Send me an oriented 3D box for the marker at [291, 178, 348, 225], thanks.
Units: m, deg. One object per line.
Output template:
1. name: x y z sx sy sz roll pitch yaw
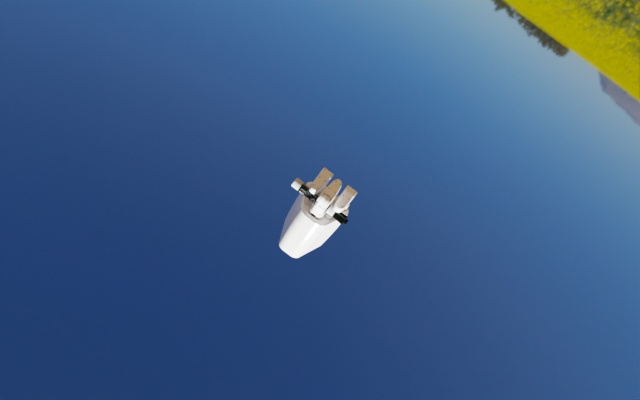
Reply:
1. marker: 0.000 0.003 0.863 0.121 0.020 0.020 38 2 3
